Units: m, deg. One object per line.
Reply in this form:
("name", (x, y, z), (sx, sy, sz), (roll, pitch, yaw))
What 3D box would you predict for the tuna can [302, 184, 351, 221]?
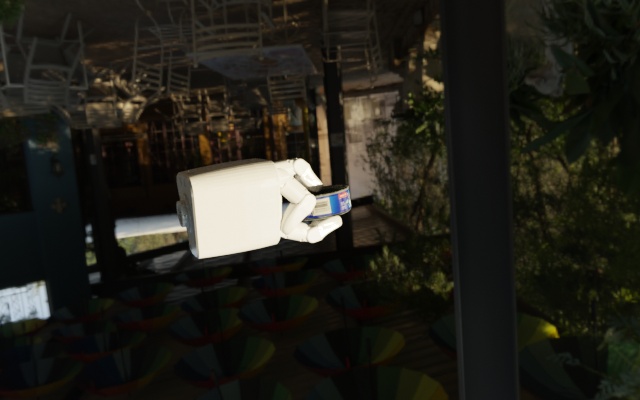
("tuna can", (0.000, 0.003, 0.680), (0.086, 0.034, 0.086), (-10, 9, 2))
